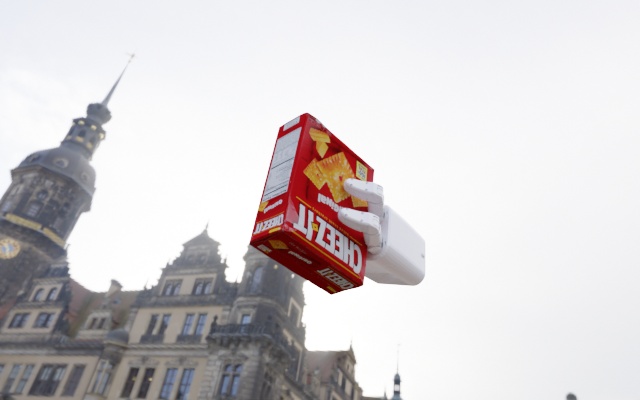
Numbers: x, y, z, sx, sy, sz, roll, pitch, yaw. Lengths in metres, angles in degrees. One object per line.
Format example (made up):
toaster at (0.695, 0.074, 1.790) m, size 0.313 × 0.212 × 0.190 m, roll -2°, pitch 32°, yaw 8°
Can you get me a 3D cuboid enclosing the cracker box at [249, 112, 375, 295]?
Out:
cracker box at (0.000, 0.002, 0.690) m, size 0.072 × 0.213 × 0.164 m, roll -24°, pitch -48°, yaw 37°
